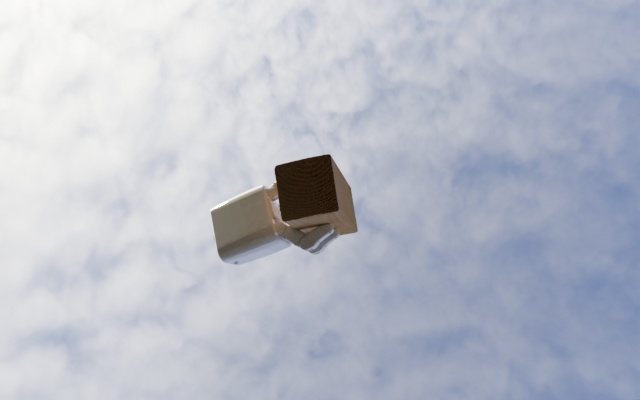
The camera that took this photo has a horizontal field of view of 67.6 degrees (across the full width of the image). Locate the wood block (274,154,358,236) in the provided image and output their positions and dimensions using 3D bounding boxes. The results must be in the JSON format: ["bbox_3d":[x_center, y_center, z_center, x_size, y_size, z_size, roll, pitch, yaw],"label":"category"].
[{"bbox_3d":[0.000,0.002,0.799,0.090,0.090,0.206,-12,-14,9],"label":"wood block"}]
